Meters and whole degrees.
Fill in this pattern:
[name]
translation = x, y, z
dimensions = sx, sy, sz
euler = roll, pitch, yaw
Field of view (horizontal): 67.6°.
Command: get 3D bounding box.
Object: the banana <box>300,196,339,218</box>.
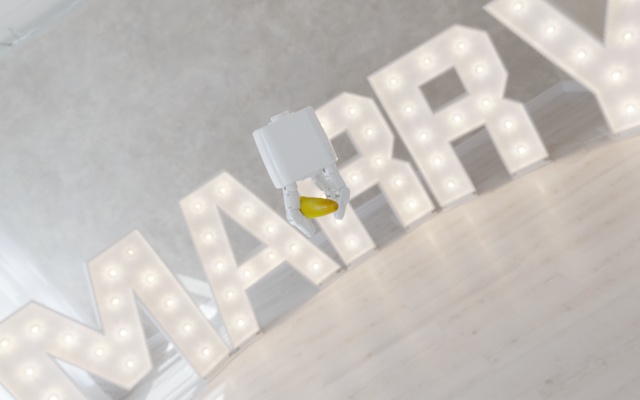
[banana]
translation = -0.018, 0.008, 0.864
dimensions = 0.069, 0.037, 0.198
euler = -17, 5, -7
